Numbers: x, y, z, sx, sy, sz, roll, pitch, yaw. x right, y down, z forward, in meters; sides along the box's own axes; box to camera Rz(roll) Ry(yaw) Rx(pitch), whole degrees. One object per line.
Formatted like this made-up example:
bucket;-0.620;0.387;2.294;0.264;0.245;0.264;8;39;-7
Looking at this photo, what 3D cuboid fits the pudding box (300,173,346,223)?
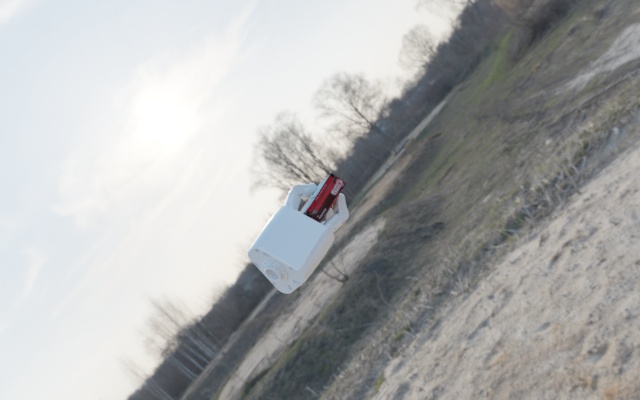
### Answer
pudding box;0.000;0.003;0.892;0.039;0.090;0.113;36;-13;-6
